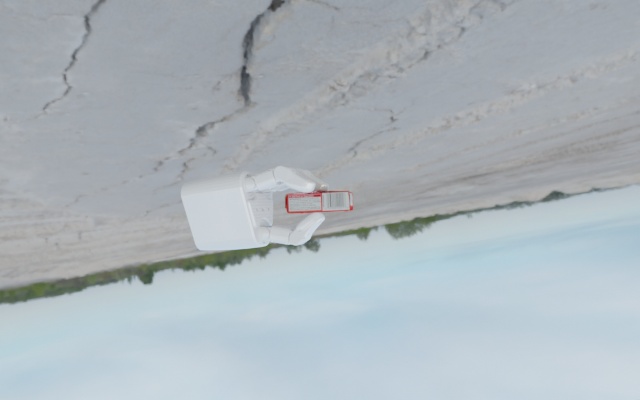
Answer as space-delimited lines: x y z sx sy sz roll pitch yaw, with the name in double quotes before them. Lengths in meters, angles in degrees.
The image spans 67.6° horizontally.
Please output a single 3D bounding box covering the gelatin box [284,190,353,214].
"gelatin box" 0.000 0.003 0.675 0.089 0.030 0.073 -3 -1 7
